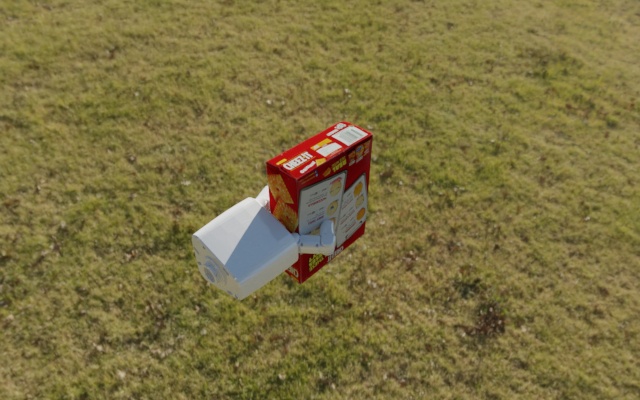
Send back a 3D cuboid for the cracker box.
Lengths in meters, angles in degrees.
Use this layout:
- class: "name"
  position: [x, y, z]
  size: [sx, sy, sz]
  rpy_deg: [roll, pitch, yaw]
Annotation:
- class: "cracker box"
  position: [0.000, 0.002, 0.756]
  size: [0.072, 0.214, 0.164]
  rpy_deg: [32, 50, 31]
